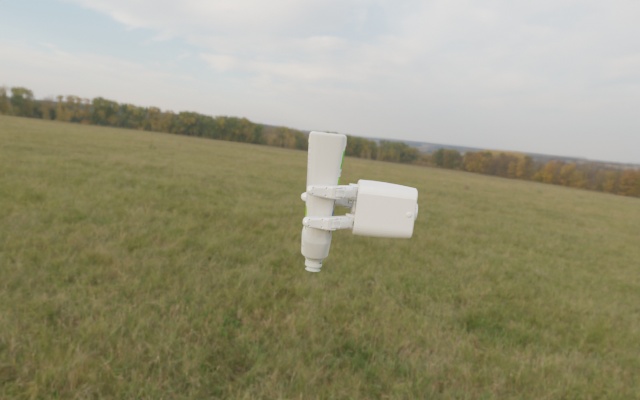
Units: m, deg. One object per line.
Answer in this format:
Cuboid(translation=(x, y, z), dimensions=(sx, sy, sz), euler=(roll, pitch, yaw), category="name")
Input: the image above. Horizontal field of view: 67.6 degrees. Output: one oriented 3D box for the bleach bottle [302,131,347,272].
Cuboid(translation=(0.000, 0.003, 0.871), dimensions=(0.068, 0.251, 0.102), euler=(7, 8, 0), category="bleach bottle")
